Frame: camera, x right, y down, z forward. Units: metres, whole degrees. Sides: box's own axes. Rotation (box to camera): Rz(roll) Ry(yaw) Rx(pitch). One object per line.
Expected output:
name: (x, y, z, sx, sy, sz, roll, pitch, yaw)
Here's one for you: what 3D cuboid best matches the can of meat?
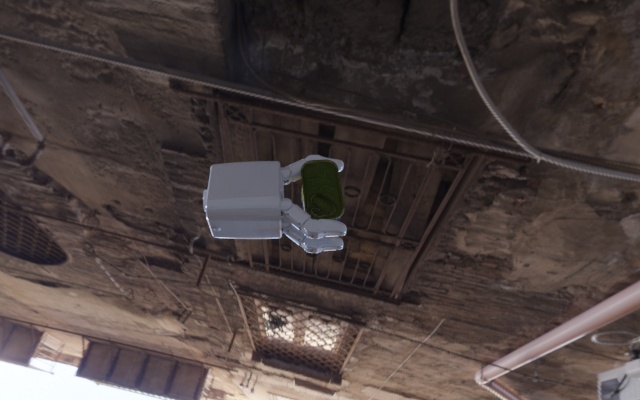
can of meat: (0.000, 0.002, 0.735, 0.057, 0.102, 0.084, -4, -28, -6)
